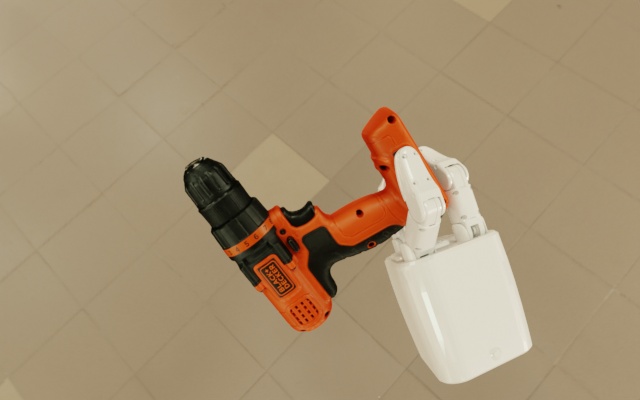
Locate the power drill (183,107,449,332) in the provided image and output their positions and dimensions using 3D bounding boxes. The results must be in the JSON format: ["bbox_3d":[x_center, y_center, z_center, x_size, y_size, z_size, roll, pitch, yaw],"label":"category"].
[{"bbox_3d":[0.001,0.001,0.419,0.187,0.184,0.057,-35,16,4],"label":"power drill"}]
